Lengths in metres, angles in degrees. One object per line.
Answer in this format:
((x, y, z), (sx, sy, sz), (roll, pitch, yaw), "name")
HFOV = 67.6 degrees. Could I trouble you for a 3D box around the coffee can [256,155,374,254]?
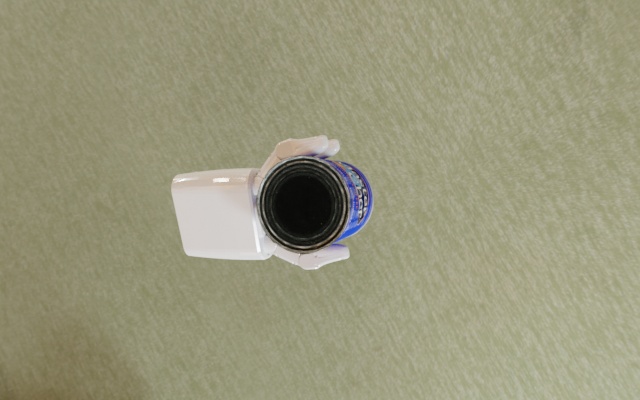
((0.000, 0.002, 0.557), (0.103, 0.103, 0.140), (0, 2, 16), "coffee can")
